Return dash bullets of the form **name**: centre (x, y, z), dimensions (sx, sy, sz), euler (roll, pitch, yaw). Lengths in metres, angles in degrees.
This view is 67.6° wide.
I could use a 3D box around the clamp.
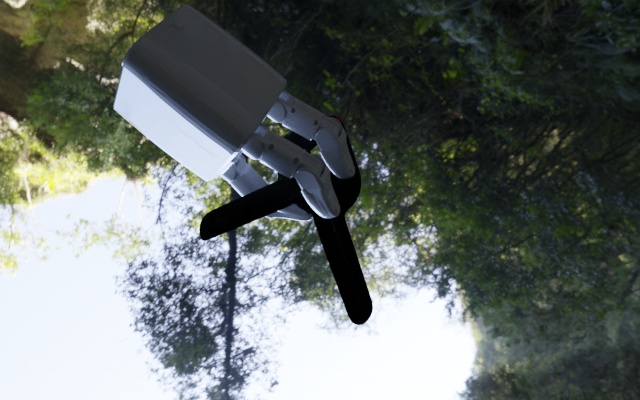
- **clamp**: centre (0.000, 0.001, 0.445), dimensions (0.164, 0.209, 0.036), euler (39, -46, -16)
